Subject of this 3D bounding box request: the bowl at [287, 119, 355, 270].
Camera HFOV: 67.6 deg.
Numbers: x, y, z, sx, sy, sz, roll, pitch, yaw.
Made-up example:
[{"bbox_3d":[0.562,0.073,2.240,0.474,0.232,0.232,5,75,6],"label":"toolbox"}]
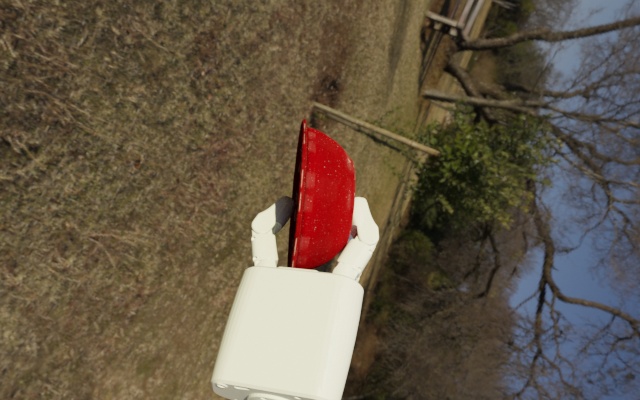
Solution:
[{"bbox_3d":[0.001,0.000,0.484,0.055,0.162,0.162,5,-1,-6],"label":"bowl"}]
